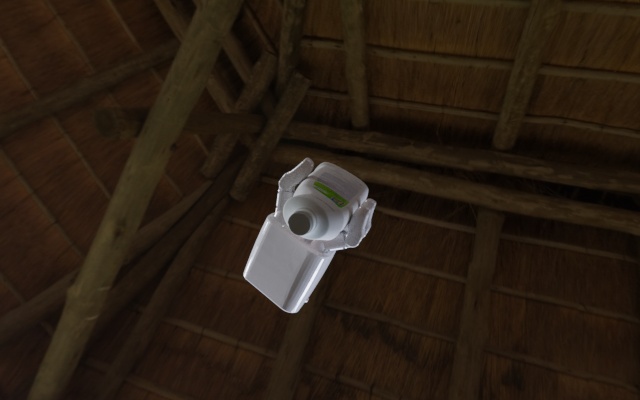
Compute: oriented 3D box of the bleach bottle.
[{"bbox_3d":[0.000,0.002,0.681,0.102,0.068,0.251,29,16,9],"label":"bleach bottle"}]
